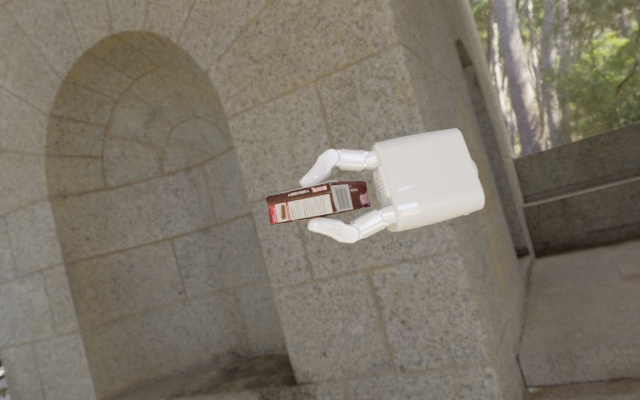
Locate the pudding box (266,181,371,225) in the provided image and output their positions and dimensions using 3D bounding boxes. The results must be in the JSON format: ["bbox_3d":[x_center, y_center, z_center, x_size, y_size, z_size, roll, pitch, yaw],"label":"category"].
[{"bbox_3d":[0.000,0.002,0.590,0.090,0.039,0.113,-12,-4,26],"label":"pudding box"}]
